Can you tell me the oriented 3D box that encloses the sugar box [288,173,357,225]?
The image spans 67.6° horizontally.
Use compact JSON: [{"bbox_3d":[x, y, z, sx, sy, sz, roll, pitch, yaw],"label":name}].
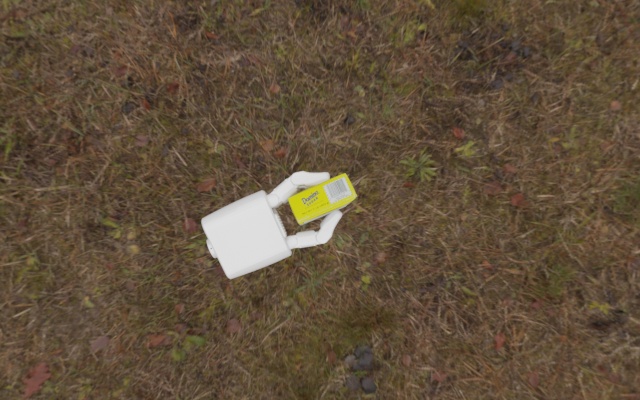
[{"bbox_3d":[0.000,0.002,0.756,0.093,0.048,0.176,-23,-1,-4],"label":"sugar box"}]
